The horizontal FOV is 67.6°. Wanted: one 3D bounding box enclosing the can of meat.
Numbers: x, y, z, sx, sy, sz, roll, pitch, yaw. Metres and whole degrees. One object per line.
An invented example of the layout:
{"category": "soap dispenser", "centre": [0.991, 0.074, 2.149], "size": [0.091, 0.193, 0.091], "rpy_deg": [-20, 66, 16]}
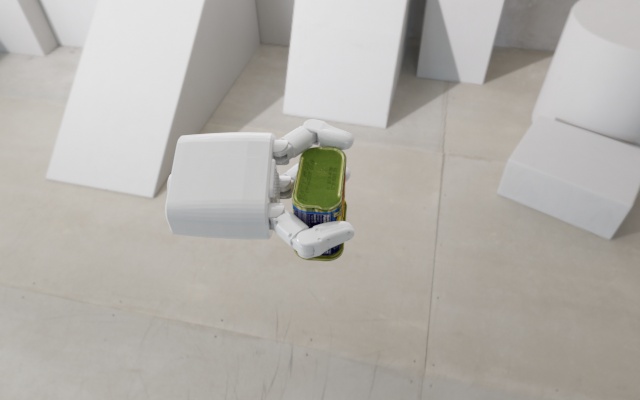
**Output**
{"category": "can of meat", "centre": [0.000, 0.002, 0.532], "size": [0.057, 0.102, 0.084], "rpy_deg": [3, -43, 5]}
